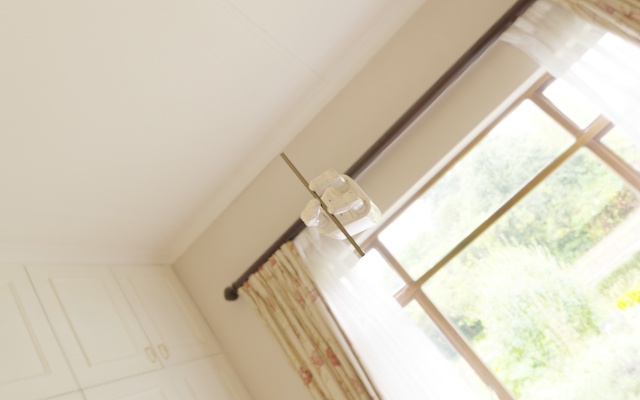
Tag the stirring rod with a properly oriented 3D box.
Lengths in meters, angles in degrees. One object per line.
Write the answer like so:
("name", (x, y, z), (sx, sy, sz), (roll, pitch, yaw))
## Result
("stirring rod", (0.000, 0.003, 0.816), (0.011, 0.239, 0.011), (-32, -23, -16))
